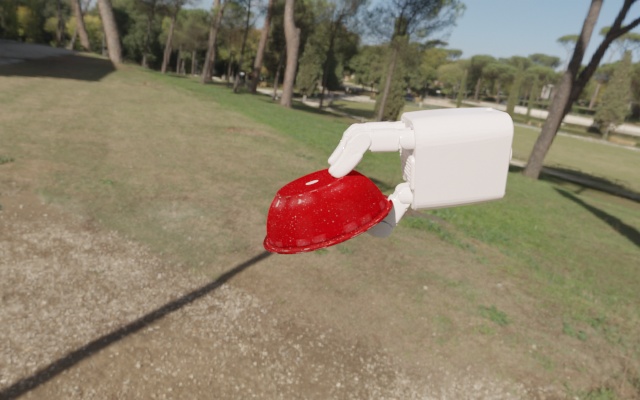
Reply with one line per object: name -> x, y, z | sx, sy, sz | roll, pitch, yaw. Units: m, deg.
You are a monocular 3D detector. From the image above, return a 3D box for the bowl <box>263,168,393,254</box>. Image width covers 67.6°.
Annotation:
bowl -> -0.001, 0.002, 0.560 | 0.162, 0.055, 0.162 | -18, 15, 5
